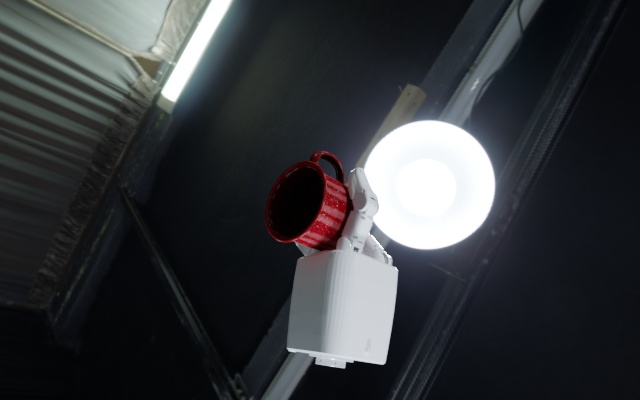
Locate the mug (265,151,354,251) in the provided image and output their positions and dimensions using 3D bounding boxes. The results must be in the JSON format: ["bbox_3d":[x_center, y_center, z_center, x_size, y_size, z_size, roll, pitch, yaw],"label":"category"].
[{"bbox_3d":[0.000,0.000,0.546,0.093,0.117,0.081,-7,-24,43],"label":"mug"}]
